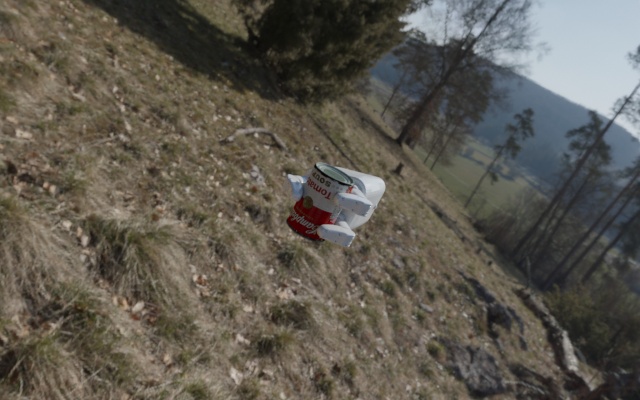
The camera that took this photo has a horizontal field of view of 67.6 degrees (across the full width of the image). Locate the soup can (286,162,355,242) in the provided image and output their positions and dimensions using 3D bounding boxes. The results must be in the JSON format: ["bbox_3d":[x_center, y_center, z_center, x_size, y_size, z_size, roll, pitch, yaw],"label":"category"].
[{"bbox_3d":[0.000,0.002,0.720,0.068,0.102,0.068,25,18,-9],"label":"soup can"}]
